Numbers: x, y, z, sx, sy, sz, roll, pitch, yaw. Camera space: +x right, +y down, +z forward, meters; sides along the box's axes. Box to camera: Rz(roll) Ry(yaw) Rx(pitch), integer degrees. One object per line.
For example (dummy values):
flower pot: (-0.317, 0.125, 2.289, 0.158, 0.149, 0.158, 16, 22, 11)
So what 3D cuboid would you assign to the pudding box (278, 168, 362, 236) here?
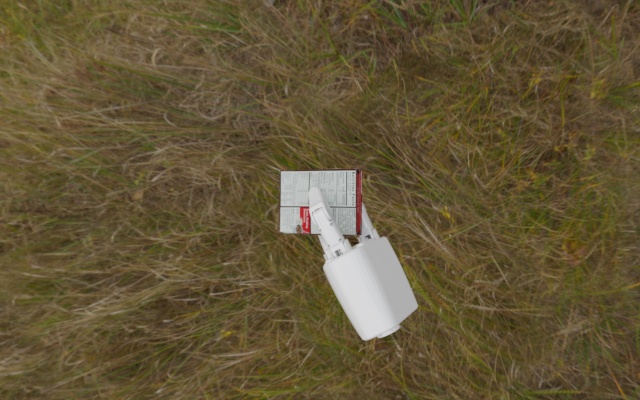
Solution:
pudding box: (0.000, 0.002, 0.648, 0.113, 0.090, 0.039, 1, -2, 14)
